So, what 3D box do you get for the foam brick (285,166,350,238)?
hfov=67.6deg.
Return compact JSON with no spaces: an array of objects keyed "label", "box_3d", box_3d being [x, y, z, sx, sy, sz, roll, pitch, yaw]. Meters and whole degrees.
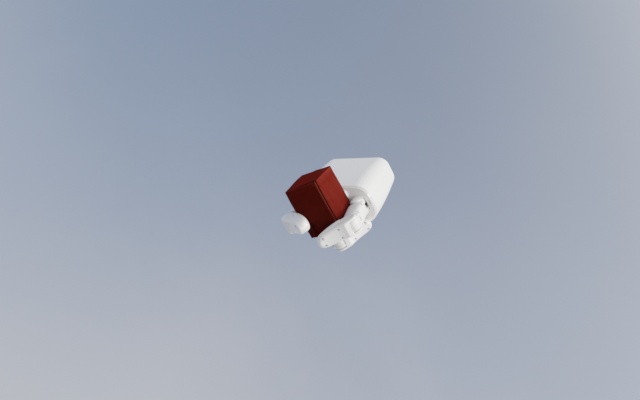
[{"label":"foam brick","box_3d":[0.000,0.002,0.642,0.053,0.078,0.051,-17,21,34]}]
